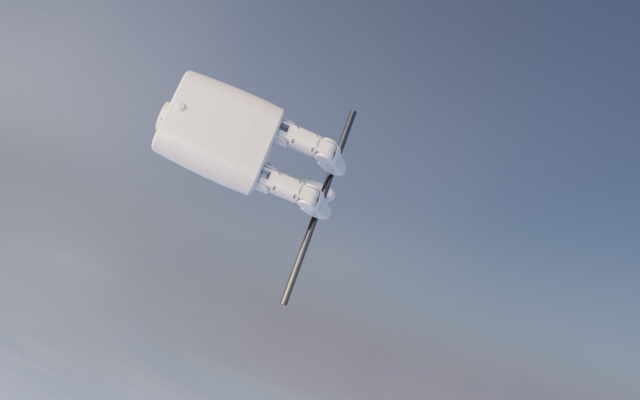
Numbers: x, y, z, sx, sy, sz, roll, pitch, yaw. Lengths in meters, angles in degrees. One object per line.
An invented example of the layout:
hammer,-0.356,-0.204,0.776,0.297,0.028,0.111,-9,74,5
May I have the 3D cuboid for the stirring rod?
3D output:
stirring rod,0.000,0.002,0.538,0.011,0.239,0.011,18,-17,6
